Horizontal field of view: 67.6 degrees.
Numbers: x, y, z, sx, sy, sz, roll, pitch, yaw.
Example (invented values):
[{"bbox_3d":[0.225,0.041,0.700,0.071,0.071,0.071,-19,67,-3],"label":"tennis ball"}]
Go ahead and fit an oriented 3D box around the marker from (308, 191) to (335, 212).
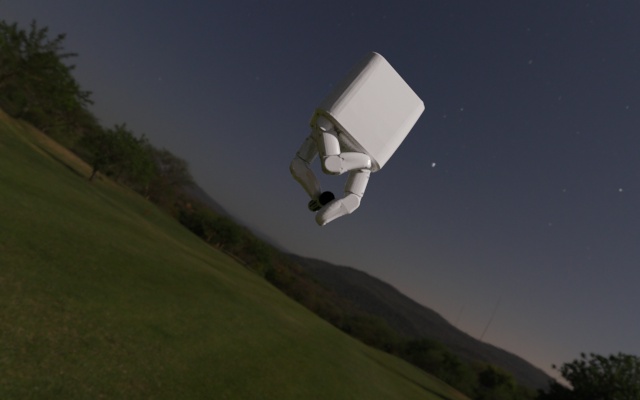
[{"bbox_3d":[0.000,0.002,0.661,0.020,0.020,0.121,0,-6,-9],"label":"marker"}]
